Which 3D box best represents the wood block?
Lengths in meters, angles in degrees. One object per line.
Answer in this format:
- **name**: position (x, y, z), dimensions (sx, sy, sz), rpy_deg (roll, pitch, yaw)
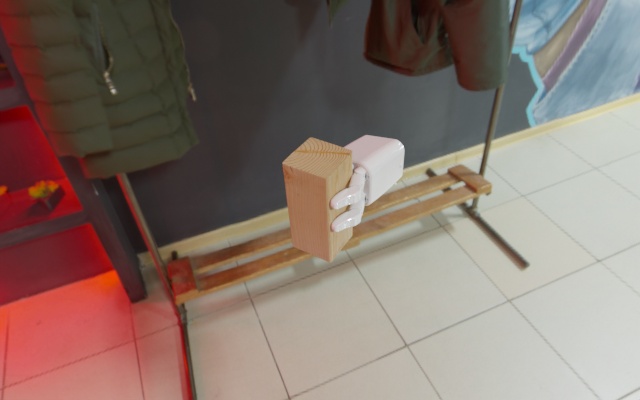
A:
- **wood block**: position (0.000, 0.002, 0.872), dimensions (0.091, 0.206, 0.090), rpy_deg (21, 48, 25)
